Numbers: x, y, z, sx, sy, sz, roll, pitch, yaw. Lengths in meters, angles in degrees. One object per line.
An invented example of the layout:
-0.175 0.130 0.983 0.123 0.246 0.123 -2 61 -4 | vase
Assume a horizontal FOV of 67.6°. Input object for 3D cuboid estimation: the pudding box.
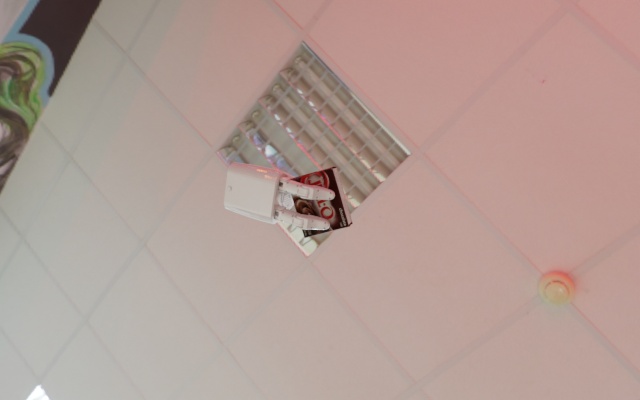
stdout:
0.000 0.003 0.874 0.090 0.113 0.039 -16 5 20 | pudding box
